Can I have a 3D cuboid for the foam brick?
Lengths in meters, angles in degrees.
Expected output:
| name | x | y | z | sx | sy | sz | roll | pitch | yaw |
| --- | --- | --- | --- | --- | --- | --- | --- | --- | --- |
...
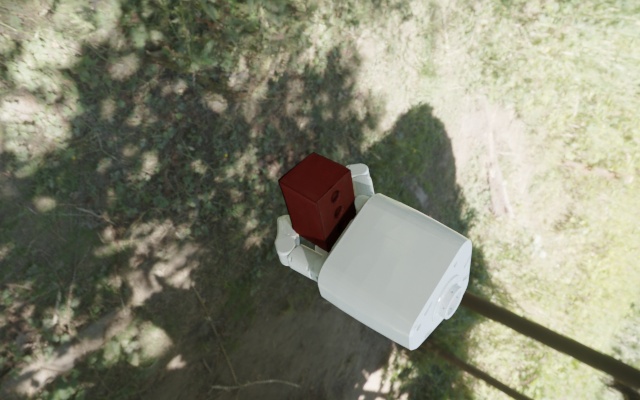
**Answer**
| name | x | y | z | sx | sy | sz | roll | pitch | yaw |
| --- | --- | --- | --- | --- | --- | --- | --- | --- | --- |
| foam brick | 0.000 | 0.001 | 0.480 | 0.051 | 0.078 | 0.053 | 29 | 59 | 33 |
